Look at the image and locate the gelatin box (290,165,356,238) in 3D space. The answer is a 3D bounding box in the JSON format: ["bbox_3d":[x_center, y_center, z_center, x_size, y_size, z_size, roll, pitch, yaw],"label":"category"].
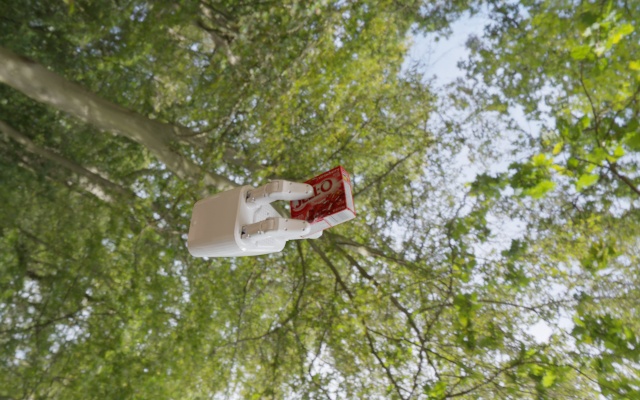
[{"bbox_3d":[0.001,0.002,0.658,0.089,0.073,0.030,-23,-38,22],"label":"gelatin box"}]
